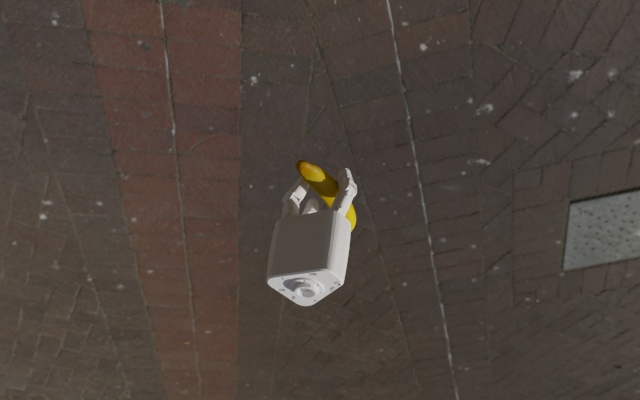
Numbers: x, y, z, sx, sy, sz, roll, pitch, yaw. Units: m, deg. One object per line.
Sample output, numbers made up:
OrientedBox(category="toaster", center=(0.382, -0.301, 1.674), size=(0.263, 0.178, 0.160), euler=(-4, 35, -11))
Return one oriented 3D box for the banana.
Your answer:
OrientedBox(category="banana", center=(0.018, 0.005, 0.793), size=(0.069, 0.037, 0.198), euler=(1, -37, 22))
